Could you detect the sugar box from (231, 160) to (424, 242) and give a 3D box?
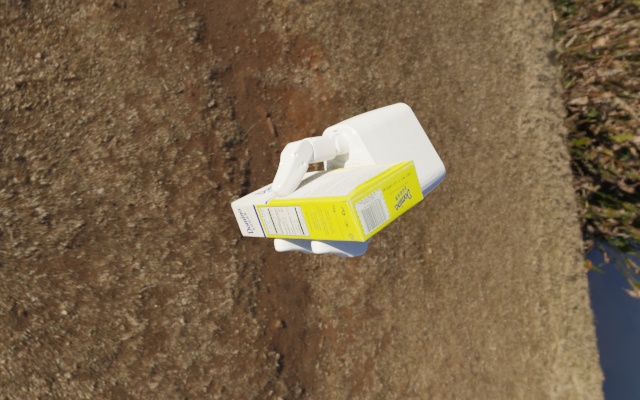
[{"bbox_3d":[0.000,0.002,0.468,0.093,0.048,0.176,-29,15,-38],"label":"sugar box"}]
